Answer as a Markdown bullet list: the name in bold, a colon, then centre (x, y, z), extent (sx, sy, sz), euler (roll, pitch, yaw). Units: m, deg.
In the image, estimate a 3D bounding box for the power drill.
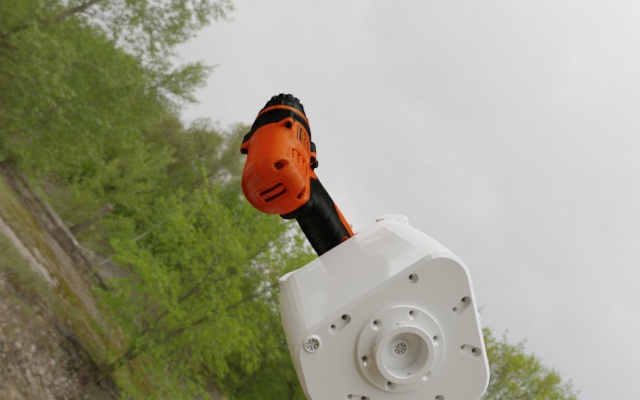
- **power drill**: centre (0.000, 0.002, 0.428), extent (0.057, 0.188, 0.184), euler (-29, 25, 16)
